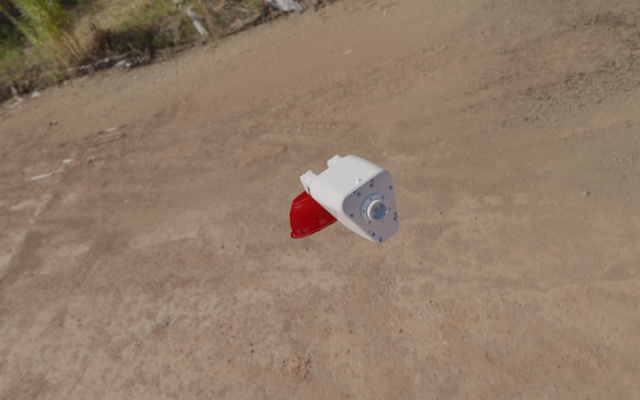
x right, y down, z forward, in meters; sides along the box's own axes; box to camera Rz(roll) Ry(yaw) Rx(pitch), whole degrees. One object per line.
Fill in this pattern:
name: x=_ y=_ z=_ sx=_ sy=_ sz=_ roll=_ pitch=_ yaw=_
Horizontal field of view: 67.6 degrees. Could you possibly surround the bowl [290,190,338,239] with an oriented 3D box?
bowl: x=-0.001 y=0.003 z=0.881 sx=0.162 sy=0.055 sz=0.162 roll=-31 pitch=11 yaw=7
